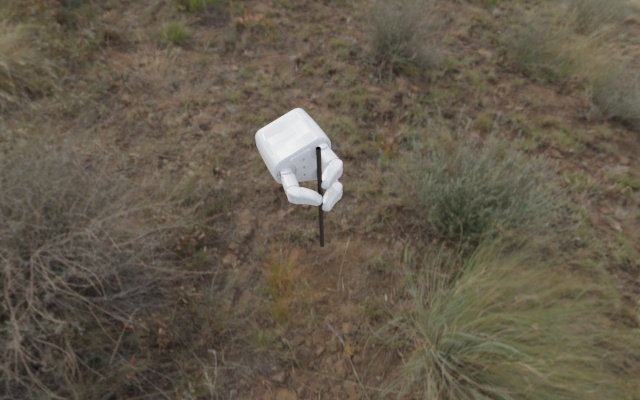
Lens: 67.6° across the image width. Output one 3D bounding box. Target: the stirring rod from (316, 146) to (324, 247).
[{"bbox_3d":[0.000,0.003,0.804,0.011,0.011,0.240,0,-42,2],"label":"stirring rod"}]
